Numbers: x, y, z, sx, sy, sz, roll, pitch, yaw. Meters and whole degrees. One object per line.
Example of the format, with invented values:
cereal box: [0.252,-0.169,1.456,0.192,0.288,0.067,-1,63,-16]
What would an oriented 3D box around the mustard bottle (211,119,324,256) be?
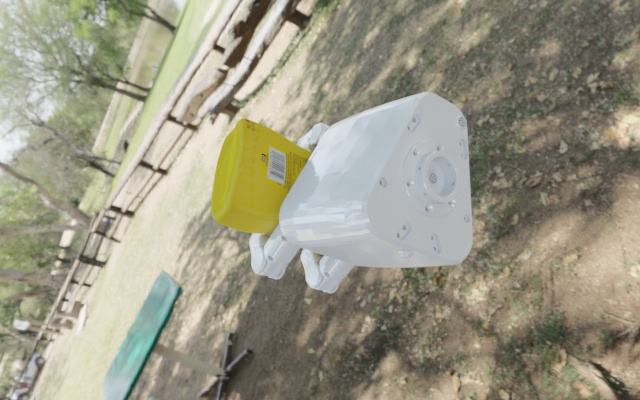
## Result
mustard bottle: [0.000,0.001,0.439,0.192,0.096,0.058,21,-40,-27]
